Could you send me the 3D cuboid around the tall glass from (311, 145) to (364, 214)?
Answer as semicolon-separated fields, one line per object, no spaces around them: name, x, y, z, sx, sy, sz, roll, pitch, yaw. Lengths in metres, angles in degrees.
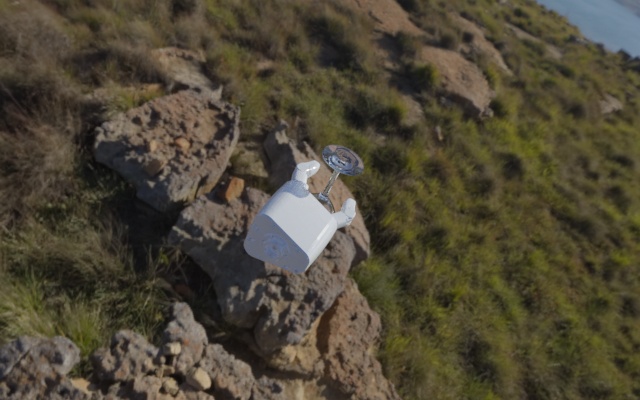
tall glass;0.001;0.002;0.838;0.079;0.079;0.201;0;-44;-31
